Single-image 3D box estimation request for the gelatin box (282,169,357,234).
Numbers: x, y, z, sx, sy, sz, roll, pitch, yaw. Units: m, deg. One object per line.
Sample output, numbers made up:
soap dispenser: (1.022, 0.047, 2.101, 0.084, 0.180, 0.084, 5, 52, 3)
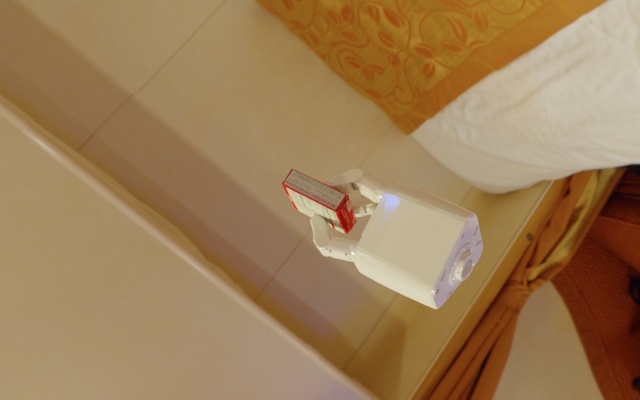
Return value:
gelatin box: (0.000, 0.002, 0.623, 0.089, 0.030, 0.073, 26, -18, 24)
